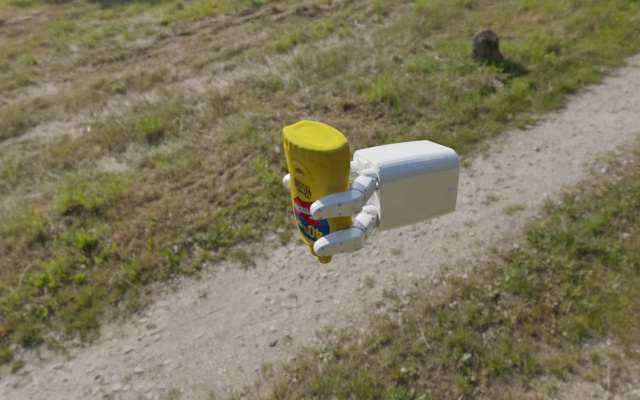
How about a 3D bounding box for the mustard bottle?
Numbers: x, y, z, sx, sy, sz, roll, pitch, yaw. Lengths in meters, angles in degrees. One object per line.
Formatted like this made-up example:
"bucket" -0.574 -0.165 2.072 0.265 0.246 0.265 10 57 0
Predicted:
"mustard bottle" 0.000 0.002 0.601 0.058 0.192 0.096 -27 40 -29
